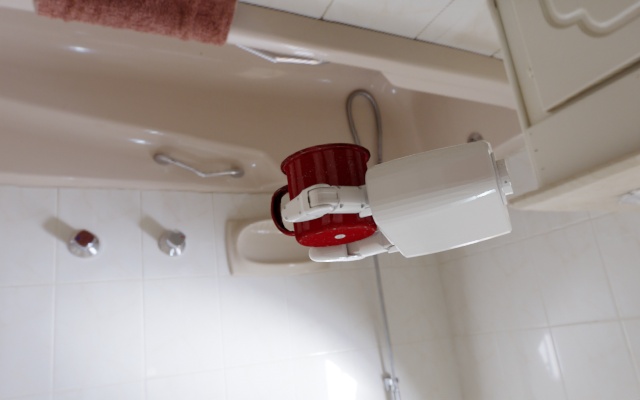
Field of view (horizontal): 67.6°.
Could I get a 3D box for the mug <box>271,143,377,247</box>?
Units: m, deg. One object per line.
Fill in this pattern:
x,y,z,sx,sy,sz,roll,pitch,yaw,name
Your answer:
-0.001,0.002,0.481,0.117,0.081,0.093,-16,-18,23,mug
